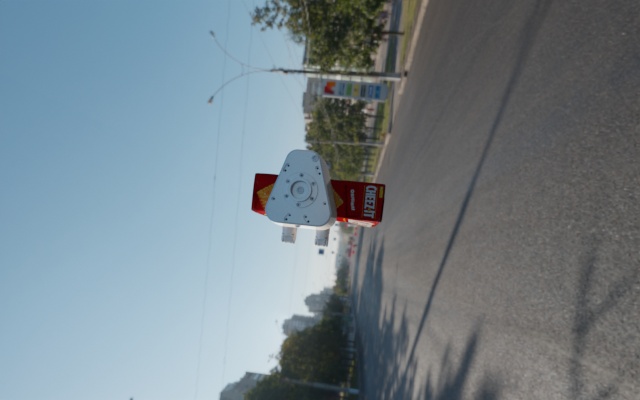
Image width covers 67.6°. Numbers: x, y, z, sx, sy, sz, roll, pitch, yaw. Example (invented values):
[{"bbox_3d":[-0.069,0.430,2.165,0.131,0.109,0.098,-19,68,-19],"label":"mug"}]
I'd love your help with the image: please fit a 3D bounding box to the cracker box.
[{"bbox_3d":[0.000,0.003,0.844,0.213,0.072,0.164,6,-4,4],"label":"cracker box"}]
